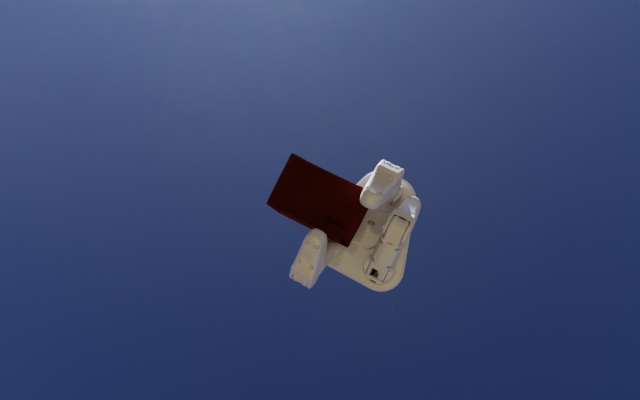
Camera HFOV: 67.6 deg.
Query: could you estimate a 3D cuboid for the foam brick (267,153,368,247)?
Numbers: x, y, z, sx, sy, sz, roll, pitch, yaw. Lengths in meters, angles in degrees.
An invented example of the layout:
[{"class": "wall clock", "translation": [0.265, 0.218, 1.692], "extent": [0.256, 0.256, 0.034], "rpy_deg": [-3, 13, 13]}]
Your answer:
[{"class": "foam brick", "translation": [0.000, 0.001, 0.436], "extent": [0.078, 0.053, 0.051], "rpy_deg": [27, -5, 13]}]
